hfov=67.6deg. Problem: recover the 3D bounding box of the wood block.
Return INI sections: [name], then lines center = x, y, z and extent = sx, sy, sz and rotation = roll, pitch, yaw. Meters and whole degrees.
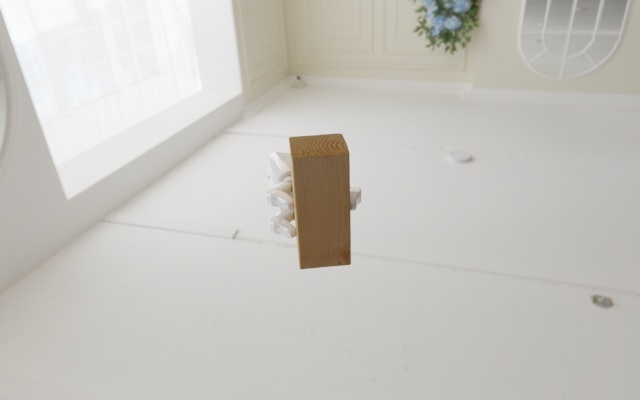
[wood block]
center = 0.000, 0.003, 0.797
extent = 0.091, 0.206, 0.090
rotation = -5, 29, -4
